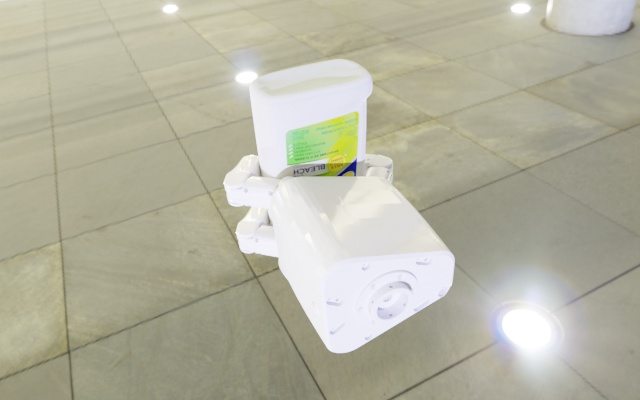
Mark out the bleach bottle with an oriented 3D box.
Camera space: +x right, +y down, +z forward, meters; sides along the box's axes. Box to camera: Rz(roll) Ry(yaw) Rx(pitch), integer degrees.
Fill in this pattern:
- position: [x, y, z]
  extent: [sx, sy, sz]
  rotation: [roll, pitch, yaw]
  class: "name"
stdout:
- position: [0.000, 0.001, 0.460]
  extent: [0.102, 0.251, 0.068]
  rotation: [-16, 37, -14]
  class: "bleach bottle"
